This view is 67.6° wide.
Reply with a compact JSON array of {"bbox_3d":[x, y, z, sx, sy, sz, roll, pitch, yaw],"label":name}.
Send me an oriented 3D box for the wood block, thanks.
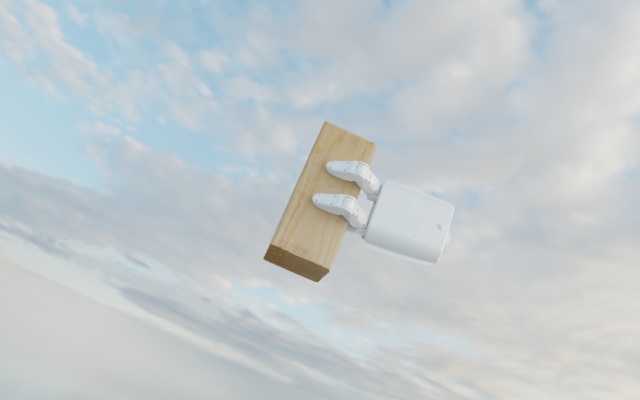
[{"bbox_3d":[0.000,0.002,0.702,0.090,0.206,0.091,24,-24,-3],"label":"wood block"}]
